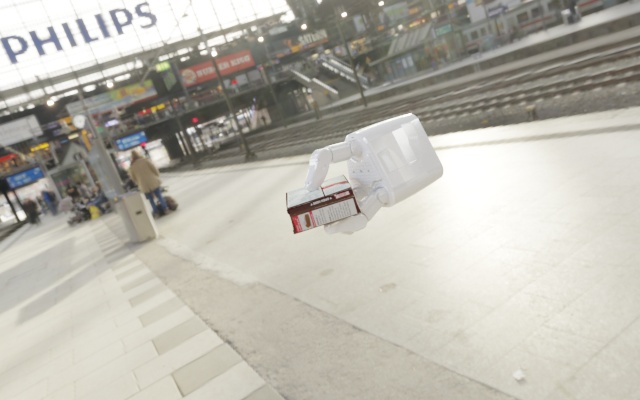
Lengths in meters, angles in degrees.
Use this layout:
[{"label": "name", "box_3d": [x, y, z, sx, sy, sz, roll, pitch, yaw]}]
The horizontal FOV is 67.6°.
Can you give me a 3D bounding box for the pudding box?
[{"label": "pudding box", "box_3d": [0.000, 0.002, 0.640, 0.090, 0.039, 0.113, -19, 11, 0]}]
